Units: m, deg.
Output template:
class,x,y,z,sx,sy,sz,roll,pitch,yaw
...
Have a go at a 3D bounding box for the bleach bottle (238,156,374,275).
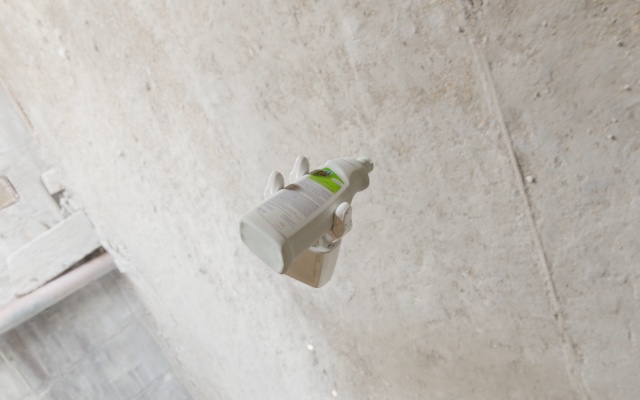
class,x,y,z,sx,sy,sz,roll,pitch,yaw
bleach bottle,0.000,0.002,0.727,0.102,0.068,0.250,36,51,26
